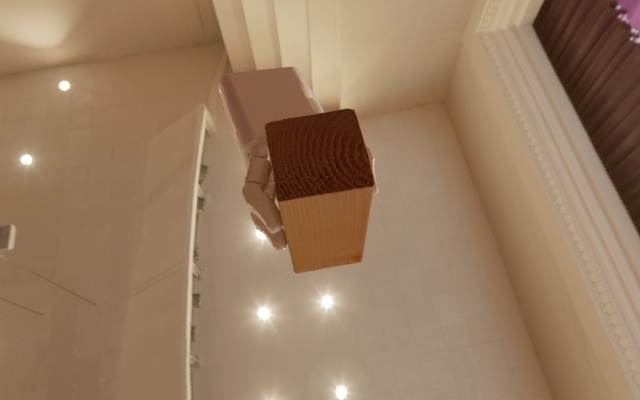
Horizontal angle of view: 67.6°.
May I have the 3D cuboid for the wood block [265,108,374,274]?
[{"bbox_3d":[0.000,0.001,0.532,0.091,0.090,0.206,-11,-26,-3],"label":"wood block"}]
